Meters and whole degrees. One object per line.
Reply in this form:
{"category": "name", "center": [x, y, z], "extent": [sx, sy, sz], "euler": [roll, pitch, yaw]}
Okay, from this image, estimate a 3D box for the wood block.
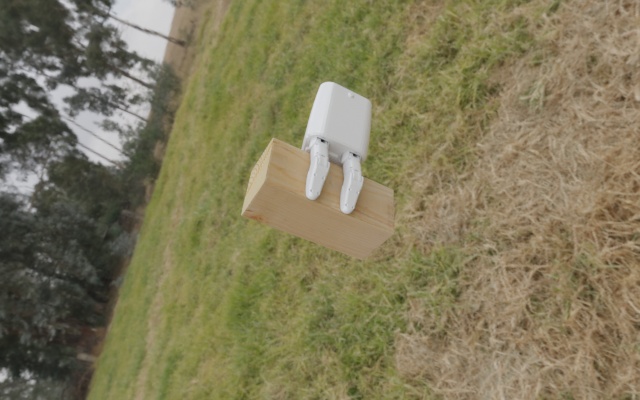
{"category": "wood block", "center": [0.000, 0.002, 0.714], "extent": [0.206, 0.090, 0.091], "euler": [22, -42, -19]}
